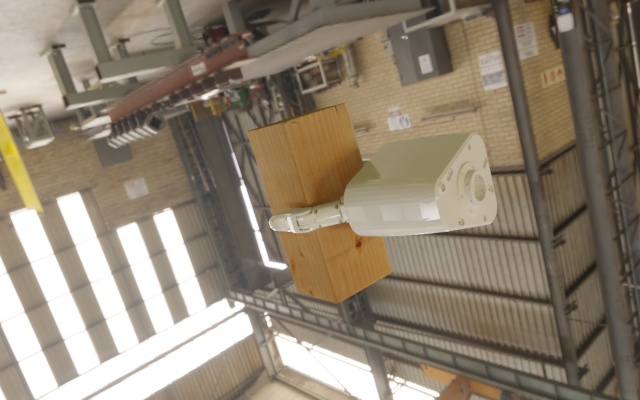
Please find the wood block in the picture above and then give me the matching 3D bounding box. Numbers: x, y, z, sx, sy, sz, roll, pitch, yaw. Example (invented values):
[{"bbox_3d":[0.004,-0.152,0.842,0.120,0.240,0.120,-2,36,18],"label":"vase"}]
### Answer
[{"bbox_3d":[0.000,0.002,0.560,0.091,0.206,0.090,-23,13,-31],"label":"wood block"}]
